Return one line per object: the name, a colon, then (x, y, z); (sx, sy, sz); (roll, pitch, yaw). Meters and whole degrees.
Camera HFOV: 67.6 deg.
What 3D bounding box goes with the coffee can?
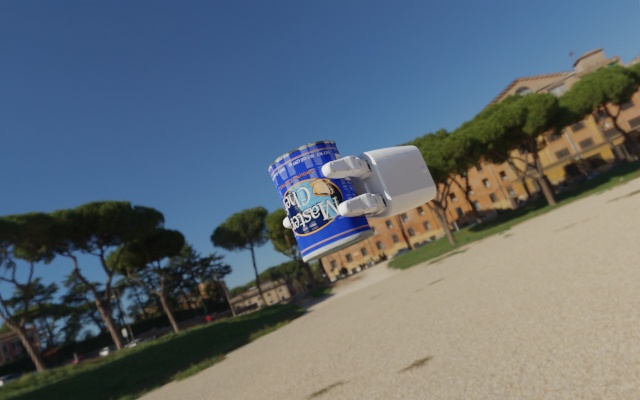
coffee can: (0.000, 0.002, 0.663); (0.103, 0.140, 0.103); (-21, -10, -4)
